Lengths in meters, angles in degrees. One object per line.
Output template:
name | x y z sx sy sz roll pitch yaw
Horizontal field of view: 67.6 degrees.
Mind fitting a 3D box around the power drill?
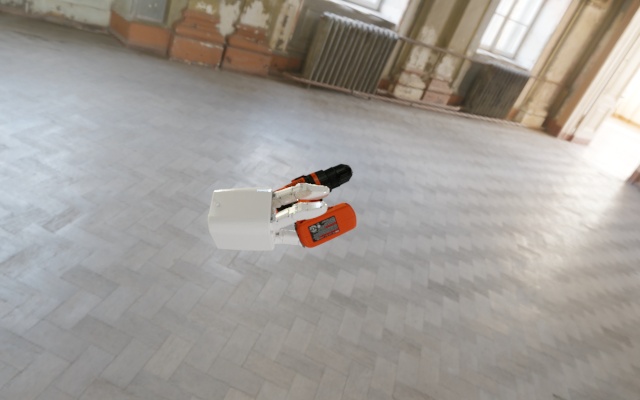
power drill | 0.000 0.003 0.893 0.184 0.057 0.187 -26 28 -6
